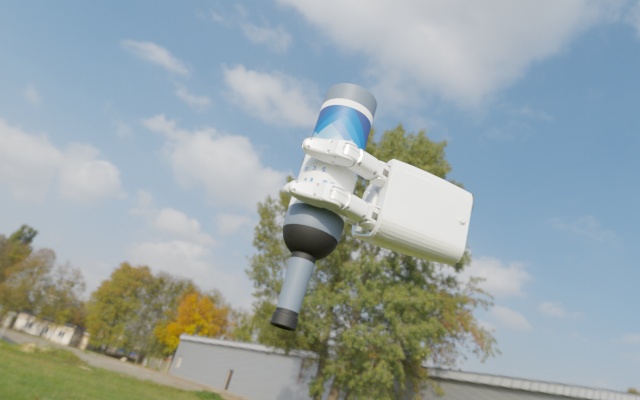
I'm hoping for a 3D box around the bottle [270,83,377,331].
[{"bbox_3d":[0.000,0.002,0.551,0.069,0.295,0.069,14,-23,6],"label":"bottle"}]
